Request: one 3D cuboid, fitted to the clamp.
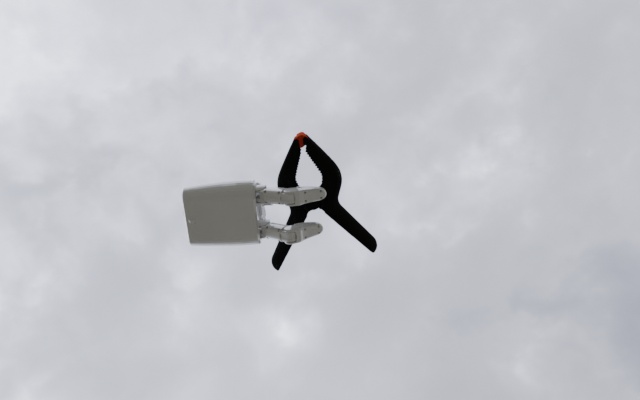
[{"bbox_3d":[0.000,0.002,0.713,0.164,0.210,0.036,-5,18,-2],"label":"clamp"}]
